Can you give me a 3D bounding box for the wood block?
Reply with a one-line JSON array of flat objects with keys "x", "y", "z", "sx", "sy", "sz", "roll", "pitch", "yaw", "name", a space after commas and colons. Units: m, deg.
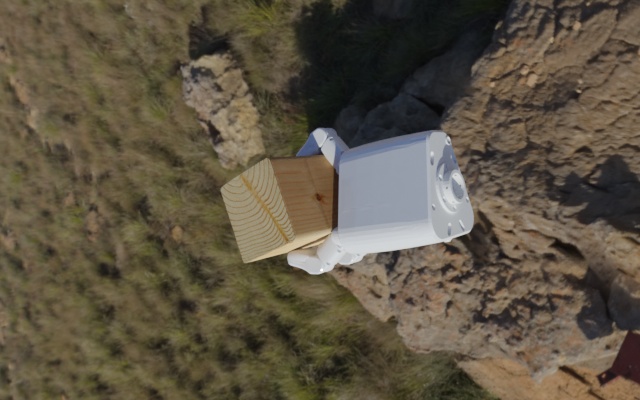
[{"x": 0.000, "y": 0.001, "z": 0.569, "sx": 0.090, "sy": 0.091, "sz": 0.206, "roll": -27, "pitch": -12, "yaw": 40, "name": "wood block"}]
